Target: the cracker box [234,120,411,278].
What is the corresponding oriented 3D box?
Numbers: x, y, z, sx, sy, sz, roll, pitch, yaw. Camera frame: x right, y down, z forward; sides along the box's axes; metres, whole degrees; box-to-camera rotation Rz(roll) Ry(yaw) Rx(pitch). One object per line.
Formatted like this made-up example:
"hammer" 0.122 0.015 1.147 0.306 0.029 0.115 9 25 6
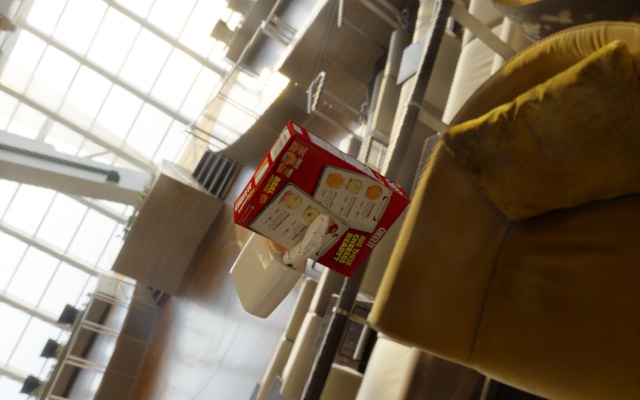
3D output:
"cracker box" 0.000 0.002 0.728 0.214 0.164 0.072 28 20 -23
